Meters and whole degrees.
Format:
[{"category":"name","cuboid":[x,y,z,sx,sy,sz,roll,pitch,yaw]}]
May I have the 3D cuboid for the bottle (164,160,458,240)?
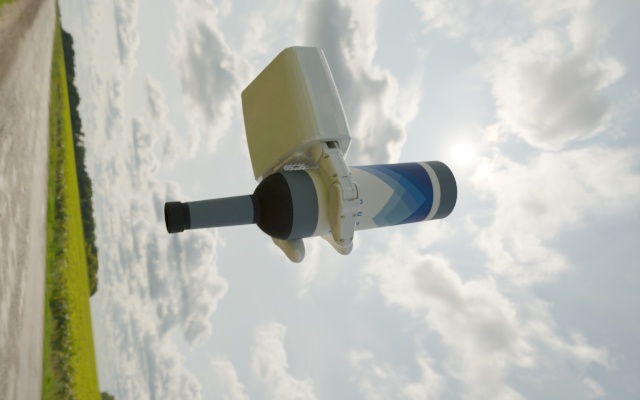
[{"category":"bottle","cuboid":[0.000,0.002,0.472,0.295,0.069,0.069,-6,3,-26]}]
